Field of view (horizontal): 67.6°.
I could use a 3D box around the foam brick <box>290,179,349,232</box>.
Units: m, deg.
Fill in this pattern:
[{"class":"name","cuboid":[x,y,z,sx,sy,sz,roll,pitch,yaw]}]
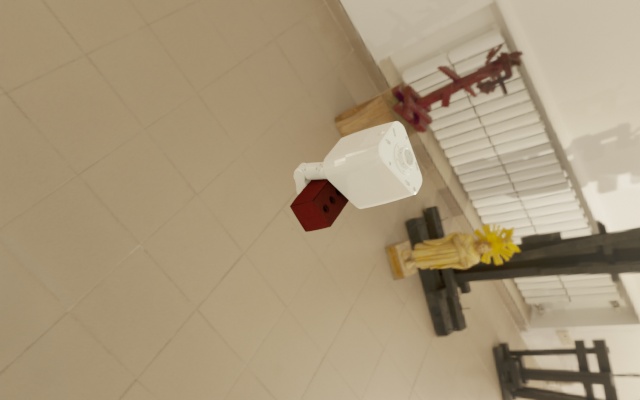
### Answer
[{"class":"foam brick","cuboid":[0.000,0.003,0.746,0.051,0.053,0.078,-12,30,40]}]
